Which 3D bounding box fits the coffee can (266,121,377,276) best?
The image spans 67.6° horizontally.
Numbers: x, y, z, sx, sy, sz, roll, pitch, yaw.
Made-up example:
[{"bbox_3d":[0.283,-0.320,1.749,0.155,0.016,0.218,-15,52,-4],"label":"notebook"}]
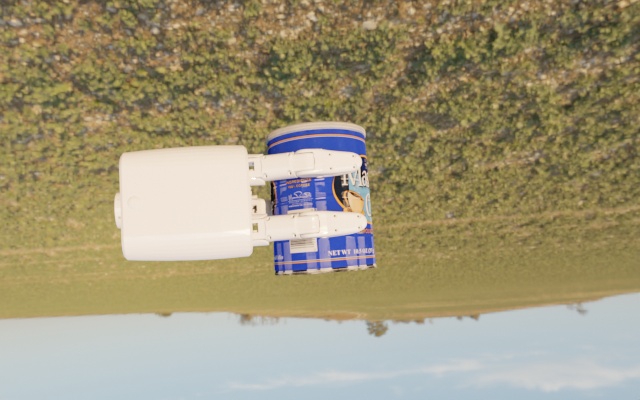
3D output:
[{"bbox_3d":[0.000,0.001,0.485,0.103,0.140,0.103,-4,-7,-1],"label":"coffee can"}]
